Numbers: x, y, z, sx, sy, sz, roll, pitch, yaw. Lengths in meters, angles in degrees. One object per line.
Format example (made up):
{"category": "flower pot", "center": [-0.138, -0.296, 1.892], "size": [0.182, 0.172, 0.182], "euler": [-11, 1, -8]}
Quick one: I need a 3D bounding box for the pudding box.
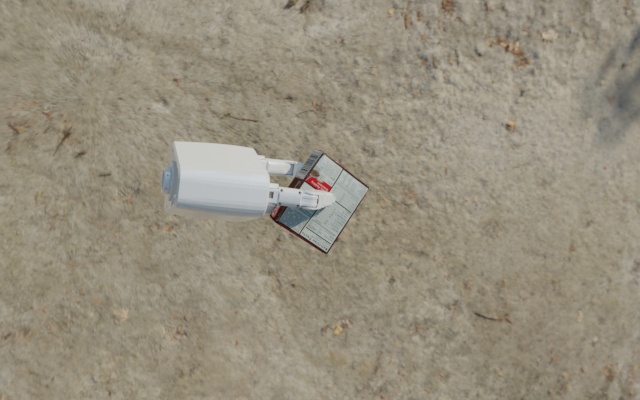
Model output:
{"category": "pudding box", "center": [0.000, 0.002, 0.645], "size": [0.090, 0.113, 0.039], "euler": [36, -4, -24]}
